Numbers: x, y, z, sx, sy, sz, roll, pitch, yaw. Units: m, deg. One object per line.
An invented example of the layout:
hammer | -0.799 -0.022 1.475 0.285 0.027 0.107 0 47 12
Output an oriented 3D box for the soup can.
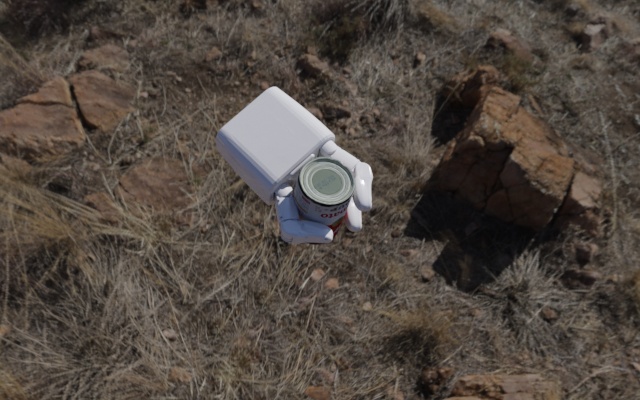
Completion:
soup can | 0.000 0.002 0.582 0.068 0.068 0.102 0 -30 -10
